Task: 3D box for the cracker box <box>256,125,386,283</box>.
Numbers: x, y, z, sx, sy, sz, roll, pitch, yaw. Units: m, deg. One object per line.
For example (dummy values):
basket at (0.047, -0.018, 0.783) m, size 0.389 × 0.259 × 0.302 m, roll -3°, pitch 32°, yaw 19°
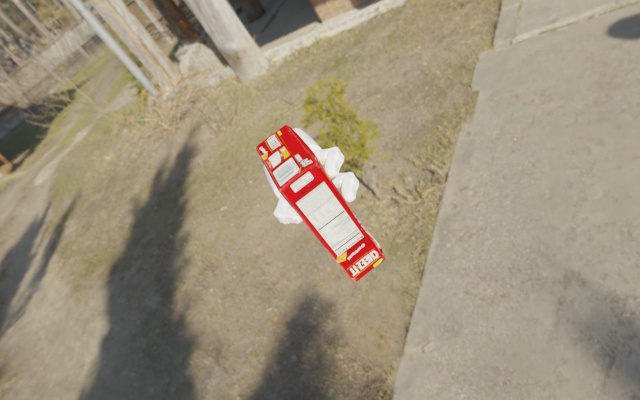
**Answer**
cracker box at (0.000, 0.002, 0.744) m, size 0.072 × 0.214 × 0.164 m, roll -37°, pitch 33°, yaw 1°
